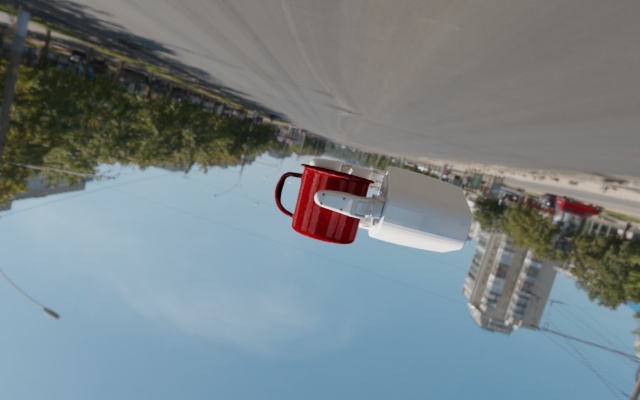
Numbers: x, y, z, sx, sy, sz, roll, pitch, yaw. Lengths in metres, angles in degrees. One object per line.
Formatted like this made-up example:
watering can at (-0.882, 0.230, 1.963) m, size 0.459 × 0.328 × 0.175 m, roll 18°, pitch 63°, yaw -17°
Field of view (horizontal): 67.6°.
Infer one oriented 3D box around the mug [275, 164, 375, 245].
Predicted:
mug at (-0.001, 0.002, 0.588) m, size 0.117 × 0.081 × 0.093 m, roll 14°, pitch 6°, yaw 3°
